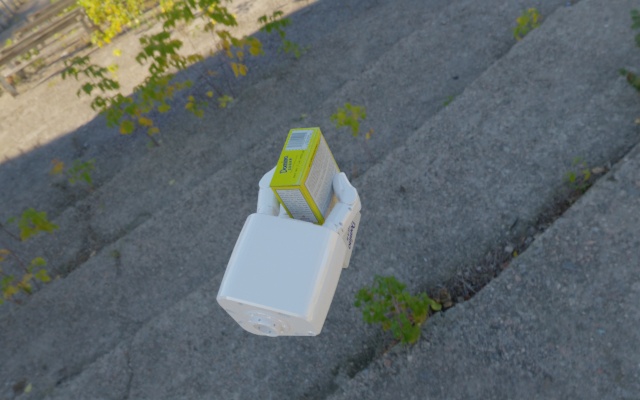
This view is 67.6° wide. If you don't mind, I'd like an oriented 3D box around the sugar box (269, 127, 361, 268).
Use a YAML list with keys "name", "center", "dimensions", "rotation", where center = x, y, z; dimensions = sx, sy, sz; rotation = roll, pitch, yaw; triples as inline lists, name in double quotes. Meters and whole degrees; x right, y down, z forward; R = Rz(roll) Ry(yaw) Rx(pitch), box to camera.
- name: "sugar box"
  center: [0.000, 0.002, 0.605]
  dimensions: [0.048, 0.093, 0.176]
  rotation: [1, -38, 23]
